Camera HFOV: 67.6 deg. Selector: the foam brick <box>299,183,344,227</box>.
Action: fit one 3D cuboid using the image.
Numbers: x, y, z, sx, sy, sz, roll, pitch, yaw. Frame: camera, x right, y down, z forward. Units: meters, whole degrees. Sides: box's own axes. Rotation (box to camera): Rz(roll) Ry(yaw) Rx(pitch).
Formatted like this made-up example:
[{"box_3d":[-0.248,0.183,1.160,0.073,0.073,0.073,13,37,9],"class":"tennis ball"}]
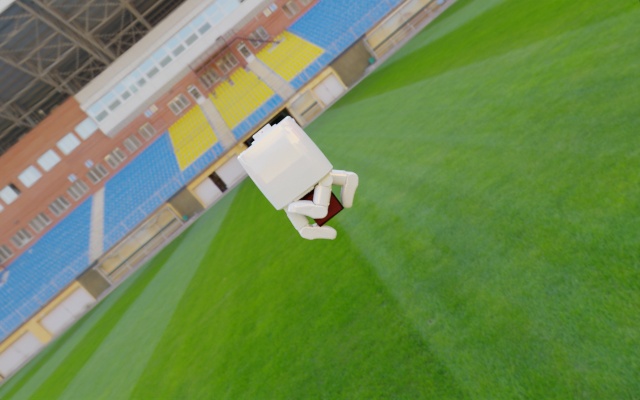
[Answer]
[{"box_3d":[0.000,0.003,0.793,0.053,0.051,0.078,-38,10,0],"class":"foam brick"}]
